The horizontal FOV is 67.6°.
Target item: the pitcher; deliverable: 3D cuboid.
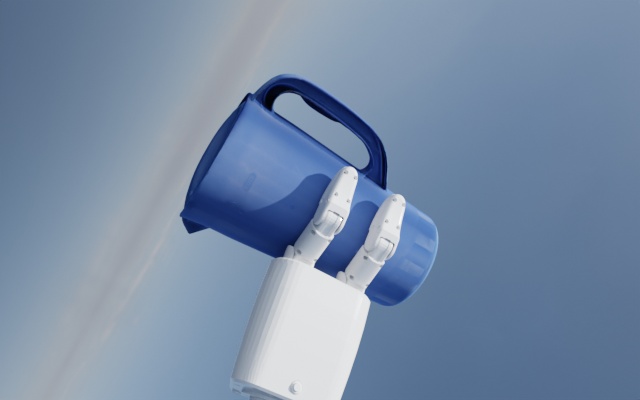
[{"bbox_3d":[0.000,0.002,0.476,0.243,0.145,0.149,29,-30,-17],"label":"pitcher"}]
